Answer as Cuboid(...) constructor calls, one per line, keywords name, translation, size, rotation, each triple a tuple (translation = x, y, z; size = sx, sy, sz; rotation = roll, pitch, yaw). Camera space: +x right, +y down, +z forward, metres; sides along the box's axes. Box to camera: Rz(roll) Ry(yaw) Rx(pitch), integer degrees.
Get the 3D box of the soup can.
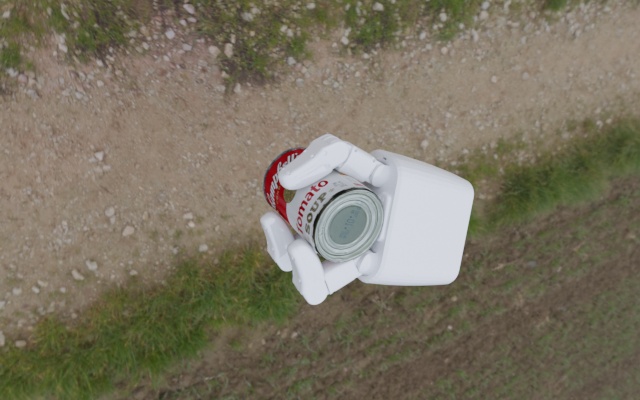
Cuboid(name="soup can", translation=(0.000, 0.001, 0.416), size=(0.068, 0.068, 0.102), rotation=(0, 24, -31))
